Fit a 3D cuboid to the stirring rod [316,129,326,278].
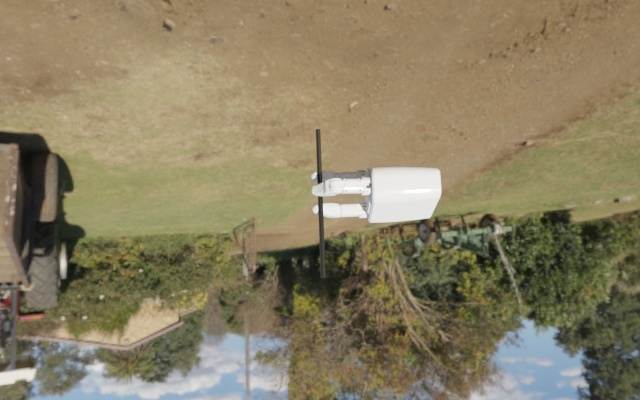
[{"bbox_3d":[0.000,0.002,0.765,0.011,0.239,0.011,-2,-9,0],"label":"stirring rod"}]
